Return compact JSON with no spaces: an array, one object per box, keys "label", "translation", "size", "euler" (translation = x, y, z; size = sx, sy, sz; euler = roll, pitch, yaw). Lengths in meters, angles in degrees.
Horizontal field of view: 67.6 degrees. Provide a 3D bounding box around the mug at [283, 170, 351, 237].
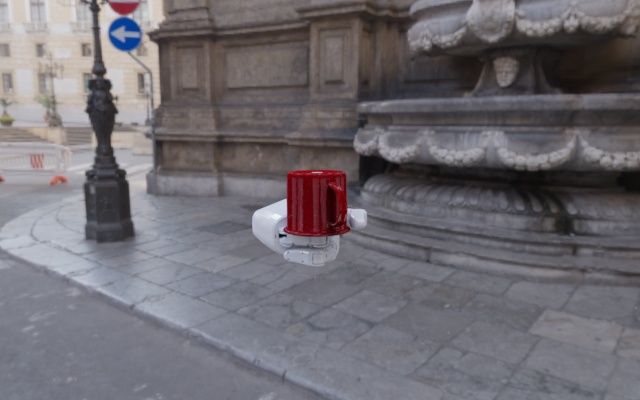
[{"label":"mug","translation":[0.001,0.002,0.640],"size":[0.093,0.081,0.117],"euler":[-4,8,-26]}]
